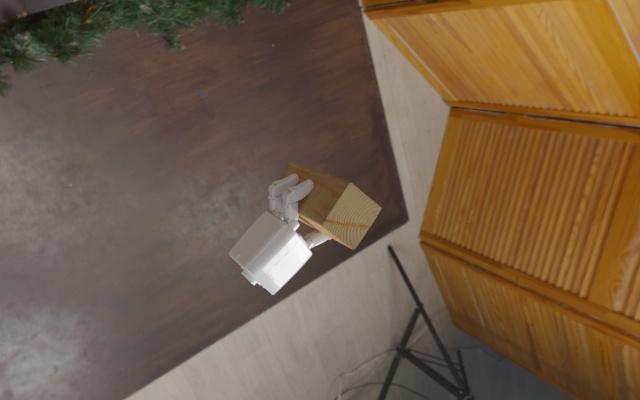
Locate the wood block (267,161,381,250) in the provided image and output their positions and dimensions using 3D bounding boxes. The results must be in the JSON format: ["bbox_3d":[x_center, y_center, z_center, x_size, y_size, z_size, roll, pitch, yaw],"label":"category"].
[{"bbox_3d":[0.000,0.003,0.880,0.091,0.090,0.206,38,-8,-34],"label":"wood block"}]
